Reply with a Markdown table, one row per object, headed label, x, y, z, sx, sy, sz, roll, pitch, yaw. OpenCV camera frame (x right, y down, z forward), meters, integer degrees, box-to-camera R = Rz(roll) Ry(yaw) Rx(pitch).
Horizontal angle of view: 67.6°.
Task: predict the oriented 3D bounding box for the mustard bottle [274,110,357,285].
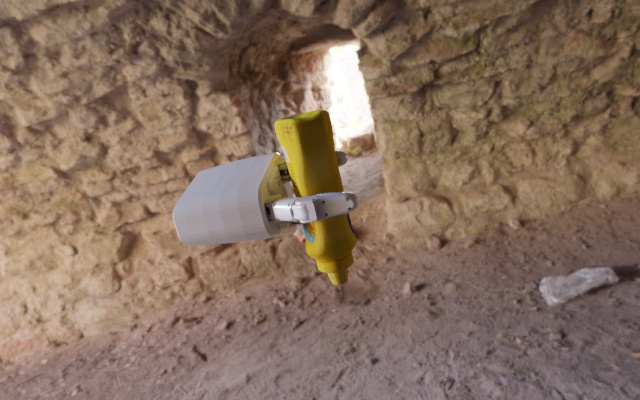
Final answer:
| label | x | y | z | sx | sy | sz | roll | pitch | yaw |
| --- | --- | --- | --- | --- | --- | --- | --- | --- | --- |
| mustard bottle | 0.000 | 0.001 | 0.517 | 0.058 | 0.192 | 0.096 | -15 | 13 | -9 |
